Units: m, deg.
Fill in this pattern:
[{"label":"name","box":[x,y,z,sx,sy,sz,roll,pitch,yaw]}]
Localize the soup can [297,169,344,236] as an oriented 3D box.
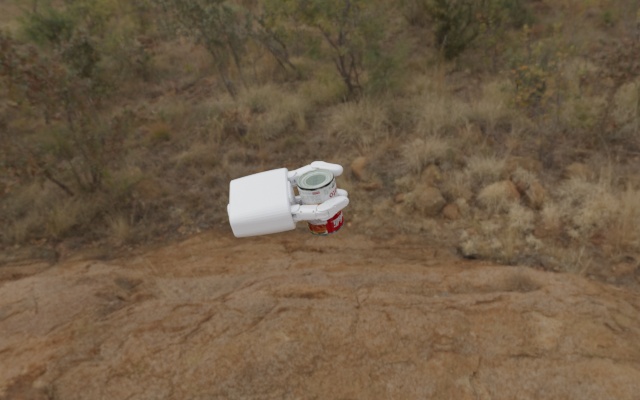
[{"label":"soup can","box":[0.001,0.003,0.849,0.068,0.102,0.068,-9,33,6]}]
